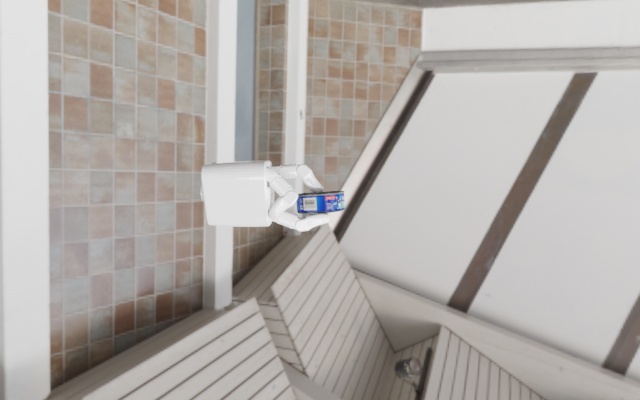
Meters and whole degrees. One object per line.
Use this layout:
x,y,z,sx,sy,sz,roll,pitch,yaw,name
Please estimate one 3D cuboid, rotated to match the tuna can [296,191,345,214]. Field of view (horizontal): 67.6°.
0.000,0.003,0.837,0.086,0.034,0.086,-4,3,0,tuna can
